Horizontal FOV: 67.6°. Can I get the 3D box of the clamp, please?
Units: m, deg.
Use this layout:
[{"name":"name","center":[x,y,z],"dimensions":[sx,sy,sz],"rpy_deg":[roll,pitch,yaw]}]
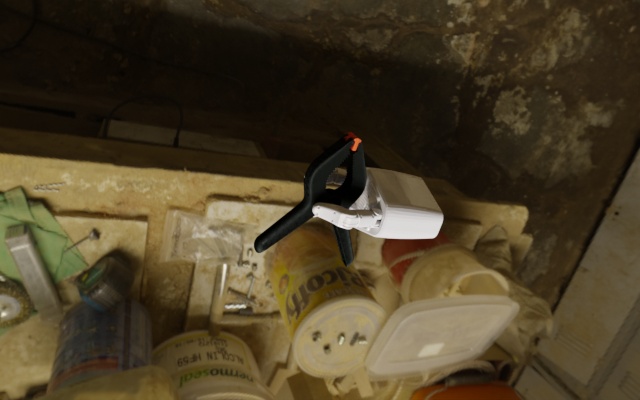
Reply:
[{"name":"clamp","center":[0.001,0.002,0.682],"dimensions":[0.164,0.210,0.036],"rpy_deg":[5,24,-26]}]
